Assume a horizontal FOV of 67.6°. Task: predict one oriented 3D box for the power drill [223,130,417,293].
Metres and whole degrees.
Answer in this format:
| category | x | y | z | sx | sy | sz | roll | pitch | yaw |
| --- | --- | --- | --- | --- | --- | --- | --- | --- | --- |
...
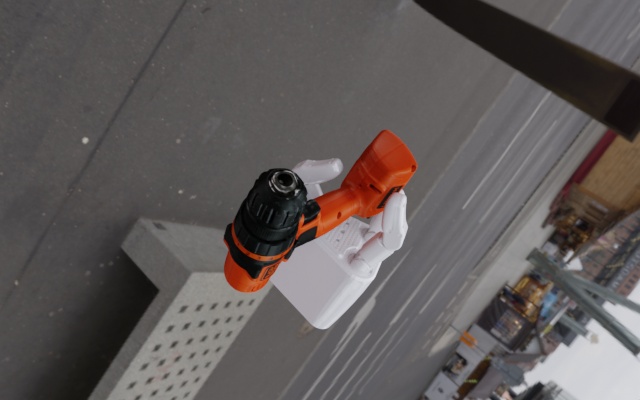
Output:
| category | x | y | z | sx | sy | sz | roll | pitch | yaw |
| --- | --- | --- | --- | --- | --- | --- | --- | --- | --- |
| power drill | 0.000 | 0.001 | 0.437 | 0.187 | 0.057 | 0.184 | -28 | -15 | -30 |
